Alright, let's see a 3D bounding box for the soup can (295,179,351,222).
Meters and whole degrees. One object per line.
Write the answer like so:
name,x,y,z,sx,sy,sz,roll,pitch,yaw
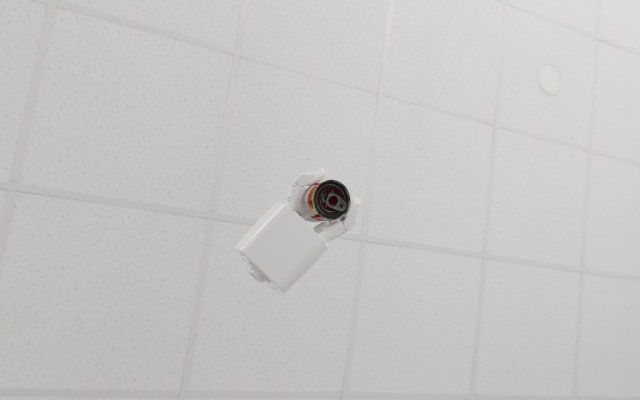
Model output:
soup can,0.000,0.002,0.829,0.068,0.068,0.102,0,-4,-23
